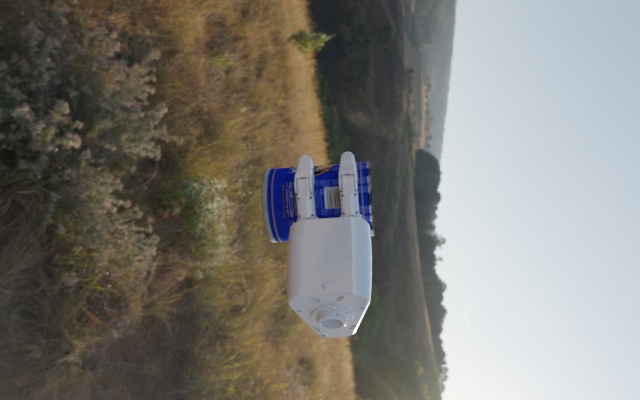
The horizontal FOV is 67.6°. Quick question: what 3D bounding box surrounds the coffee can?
[{"bbox_3d":[0.000,0.002,0.651,0.140,0.103,0.103,-4,-1,6],"label":"coffee can"}]
